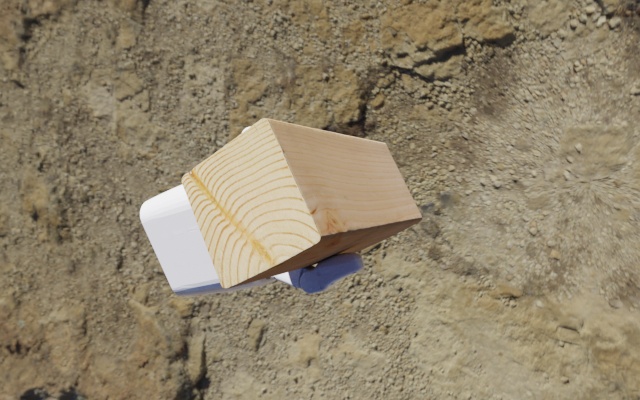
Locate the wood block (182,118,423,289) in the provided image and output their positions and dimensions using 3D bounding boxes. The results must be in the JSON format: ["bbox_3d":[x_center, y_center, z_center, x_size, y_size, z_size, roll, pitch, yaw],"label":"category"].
[{"bbox_3d":[0.000,0.002,0.407,0.090,0.091,0.206,-29,-12,27],"label":"wood block"}]
